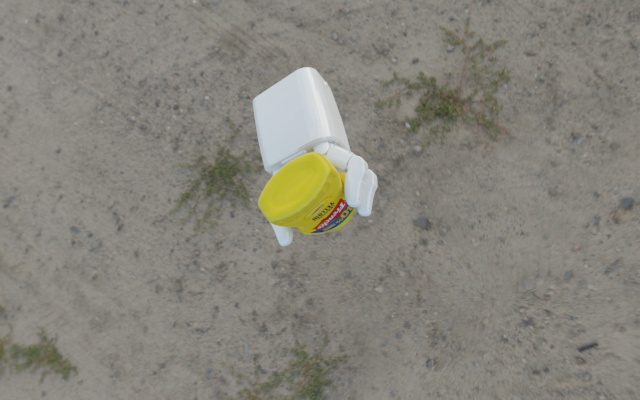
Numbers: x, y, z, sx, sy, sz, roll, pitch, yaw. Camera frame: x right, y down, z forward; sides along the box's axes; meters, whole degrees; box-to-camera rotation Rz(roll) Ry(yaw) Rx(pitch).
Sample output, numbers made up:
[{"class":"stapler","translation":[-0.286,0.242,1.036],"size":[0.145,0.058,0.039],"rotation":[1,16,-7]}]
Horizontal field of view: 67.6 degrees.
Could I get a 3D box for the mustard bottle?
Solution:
[{"class":"mustard bottle","translation":[0.000,0.002,0.619],"size":[0.096,0.058,0.192],"rotation":[-43,-21,7]}]
